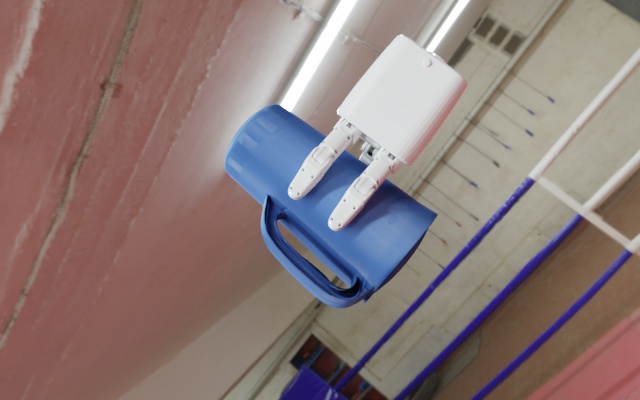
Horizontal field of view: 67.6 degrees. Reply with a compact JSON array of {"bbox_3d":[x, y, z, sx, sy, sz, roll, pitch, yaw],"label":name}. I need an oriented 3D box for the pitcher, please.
[{"bbox_3d":[0.000,0.002,0.564,0.243,0.145,0.149,39,9,10],"label":"pitcher"}]
